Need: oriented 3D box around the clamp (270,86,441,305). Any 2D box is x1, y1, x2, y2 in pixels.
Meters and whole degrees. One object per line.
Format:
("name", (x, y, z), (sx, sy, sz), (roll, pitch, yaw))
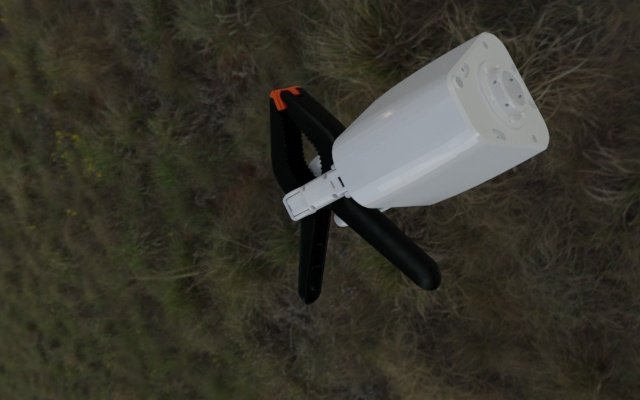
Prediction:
("clamp", (-0.001, 0.001, 0.436), (0.036, 0.210, 0.164), (-24, -3, -46))
